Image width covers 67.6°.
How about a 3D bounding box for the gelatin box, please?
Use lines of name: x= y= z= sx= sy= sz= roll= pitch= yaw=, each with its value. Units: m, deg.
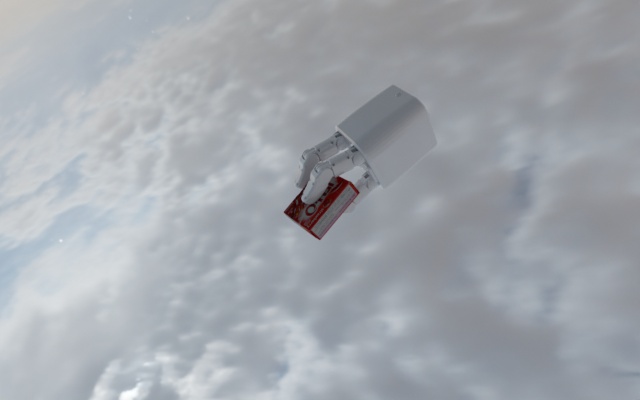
gelatin box: x=0.000 y=0.003 z=0.669 sx=0.030 sy=0.089 sz=0.073 roll=45 pitch=-8 yaw=-38
